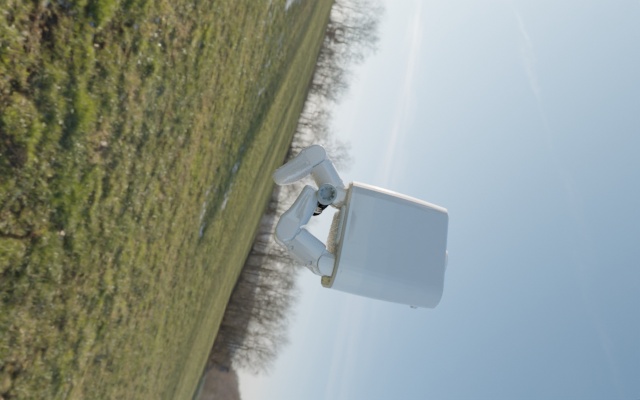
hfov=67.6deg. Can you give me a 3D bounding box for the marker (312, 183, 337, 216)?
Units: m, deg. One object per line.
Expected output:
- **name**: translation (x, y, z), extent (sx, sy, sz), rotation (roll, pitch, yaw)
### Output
- **marker**: translation (0.000, 0.002, 0.503), extent (0.020, 0.020, 0.121), rotation (0, -8, -6)
